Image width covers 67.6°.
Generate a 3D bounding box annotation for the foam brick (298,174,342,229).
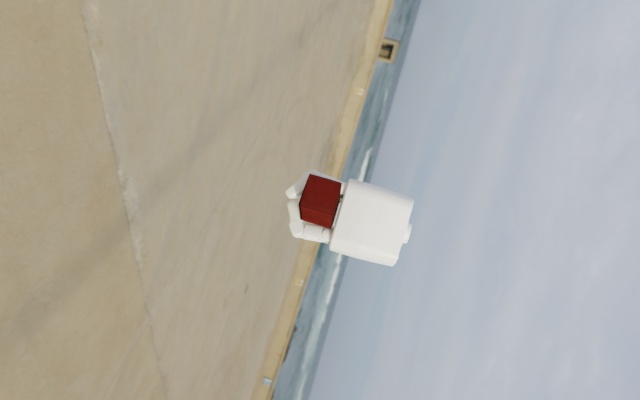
[{"bbox_3d":[0.000,0.002,0.716,0.051,0.053,0.078,17,-17,5],"label":"foam brick"}]
